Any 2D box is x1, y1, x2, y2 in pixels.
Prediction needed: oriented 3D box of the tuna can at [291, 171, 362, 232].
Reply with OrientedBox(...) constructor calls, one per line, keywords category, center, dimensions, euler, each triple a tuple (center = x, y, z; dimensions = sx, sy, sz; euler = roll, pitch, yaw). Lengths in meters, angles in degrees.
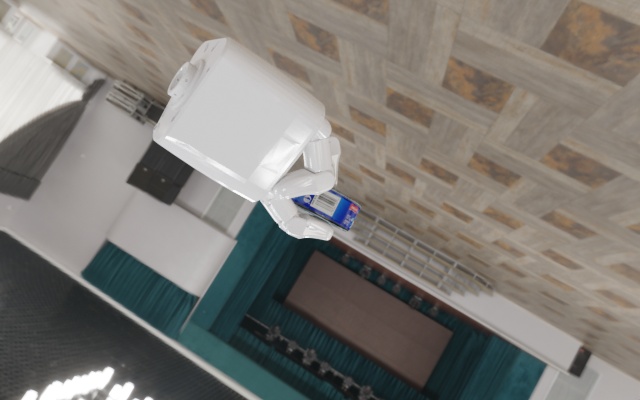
OrientedBox(category="tuna can", center=(0.000, 0.002, 0.524), dimensions=(0.086, 0.034, 0.086), euler=(27, -3, 2))
